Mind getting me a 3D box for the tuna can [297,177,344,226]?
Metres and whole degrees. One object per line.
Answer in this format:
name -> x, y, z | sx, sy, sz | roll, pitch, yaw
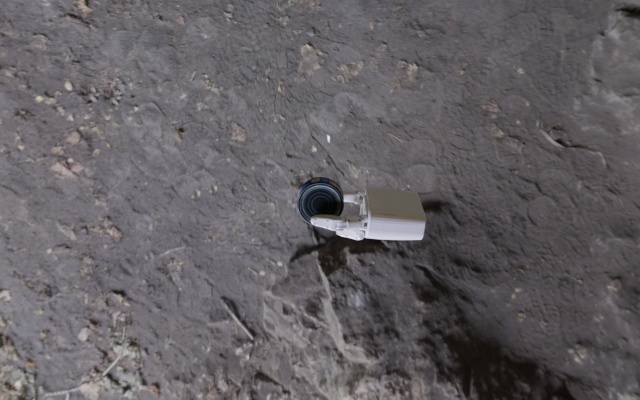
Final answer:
tuna can -> 0.000, 0.003, 0.864 | 0.086, 0.086, 0.033 | 0, 20, 1
